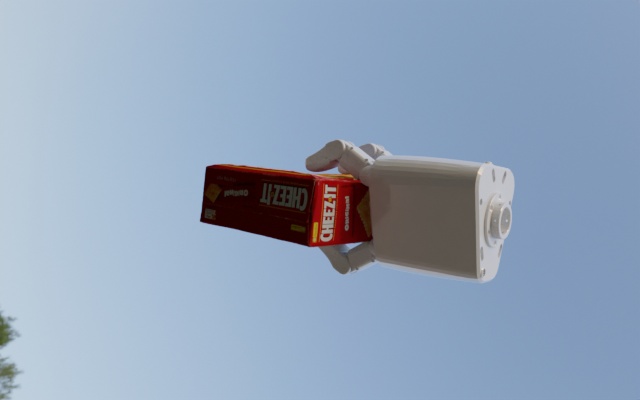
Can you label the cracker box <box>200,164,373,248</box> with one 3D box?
[{"bbox_3d":[0.000,0.002,0.547,0.164,0.072,0.214,8,4,40],"label":"cracker box"}]
